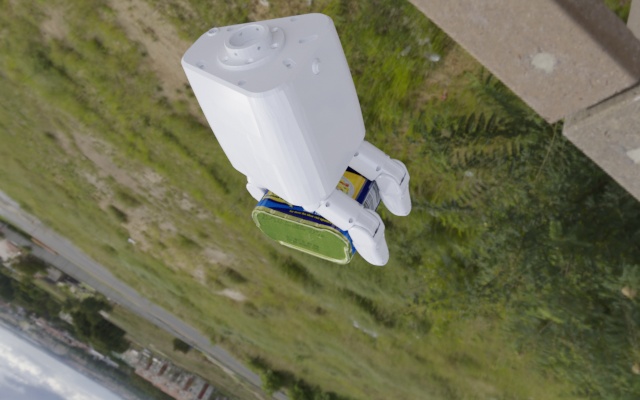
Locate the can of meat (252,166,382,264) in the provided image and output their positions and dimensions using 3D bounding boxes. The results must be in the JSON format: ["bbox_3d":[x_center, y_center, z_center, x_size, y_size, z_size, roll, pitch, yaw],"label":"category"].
[{"bbox_3d":[0.000,0.002,0.437,0.102,0.084,0.057,15,-33,24],"label":"can of meat"}]
